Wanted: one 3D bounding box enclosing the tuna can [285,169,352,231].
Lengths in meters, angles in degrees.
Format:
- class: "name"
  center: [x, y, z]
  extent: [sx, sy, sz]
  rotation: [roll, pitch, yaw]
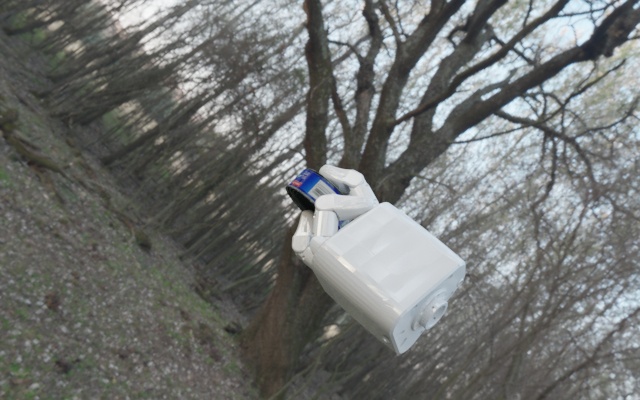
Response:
- class: "tuna can"
  center: [0.000, 0.001, 0.577]
  extent: [0.086, 0.033, 0.086]
  rotation: [41, -13, 11]
